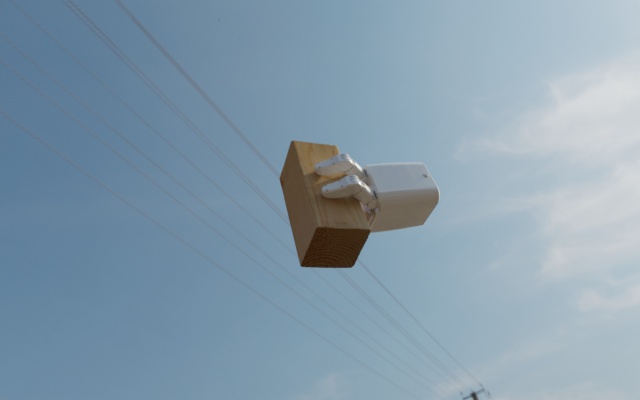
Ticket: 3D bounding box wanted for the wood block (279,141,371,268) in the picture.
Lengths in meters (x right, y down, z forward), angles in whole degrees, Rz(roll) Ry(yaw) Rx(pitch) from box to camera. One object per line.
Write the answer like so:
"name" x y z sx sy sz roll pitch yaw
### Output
"wood block" 0.000 0.003 0.783 0.090 0.091 0.206 4 41 -20
